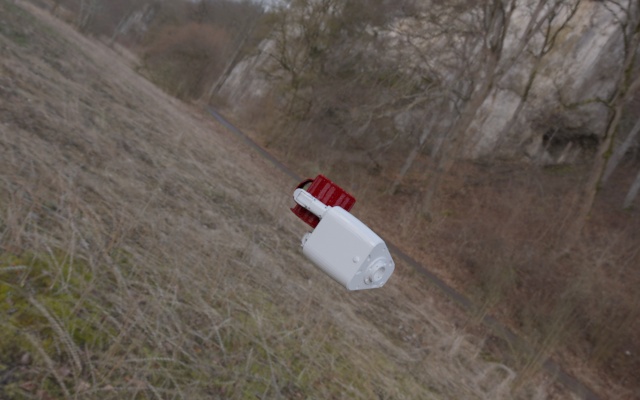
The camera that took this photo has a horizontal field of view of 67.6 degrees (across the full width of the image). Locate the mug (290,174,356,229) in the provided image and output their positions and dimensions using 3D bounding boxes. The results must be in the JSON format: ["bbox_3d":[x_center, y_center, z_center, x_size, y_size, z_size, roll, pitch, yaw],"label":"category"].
[{"bbox_3d":[-0.001,0.002,0.840,0.117,0.081,0.093,37,2,36],"label":"mug"}]
